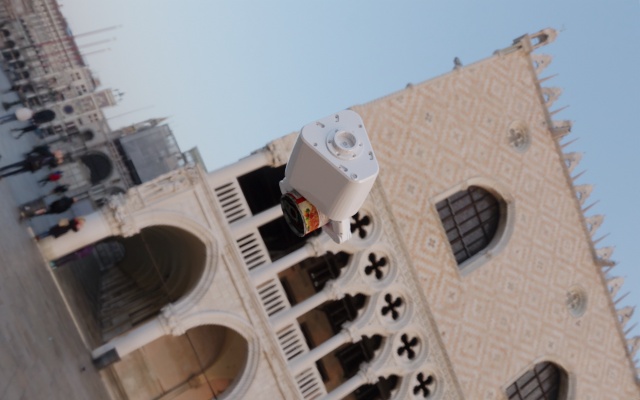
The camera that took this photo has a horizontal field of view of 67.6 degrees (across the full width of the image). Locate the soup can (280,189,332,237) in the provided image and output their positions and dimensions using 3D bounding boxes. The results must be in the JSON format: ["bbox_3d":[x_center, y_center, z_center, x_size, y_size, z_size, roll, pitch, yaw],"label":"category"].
[{"bbox_3d":[0.000,0.003,0.717,0.102,0.068,0.068,-25,11,-24],"label":"soup can"}]
